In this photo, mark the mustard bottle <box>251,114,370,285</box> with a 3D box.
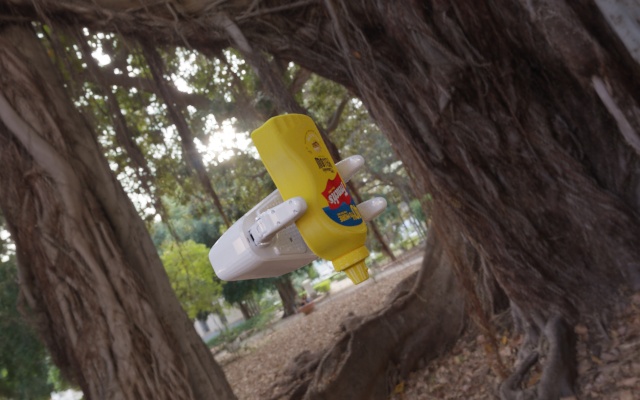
[{"bbox_3d":[0.000,0.001,0.515,0.058,0.191,0.096,-31,-9,24],"label":"mustard bottle"}]
